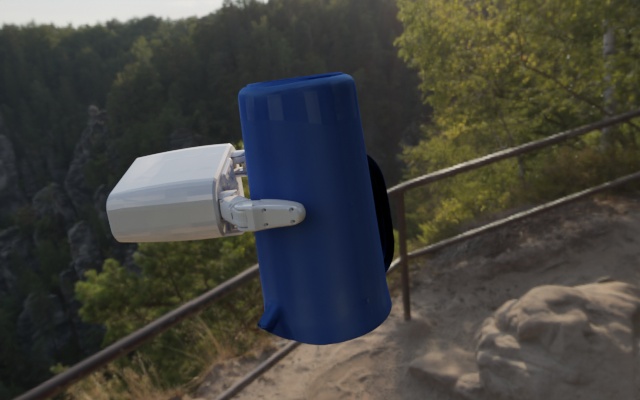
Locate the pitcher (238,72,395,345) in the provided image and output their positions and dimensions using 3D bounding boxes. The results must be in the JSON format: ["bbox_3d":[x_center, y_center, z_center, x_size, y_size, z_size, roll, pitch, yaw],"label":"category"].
[{"bbox_3d":[0.000,0.002,0.474,0.145,0.243,0.149,-6,16,5],"label":"pitcher"}]
